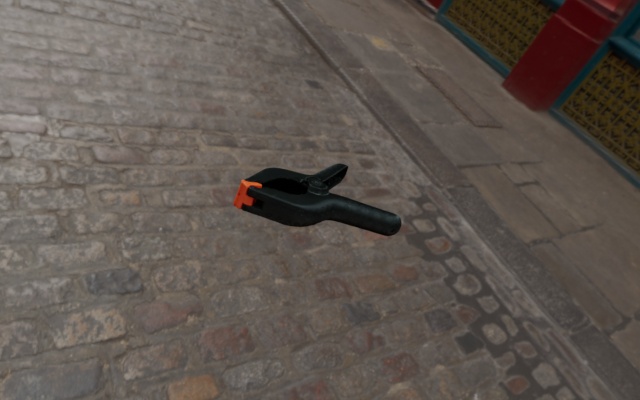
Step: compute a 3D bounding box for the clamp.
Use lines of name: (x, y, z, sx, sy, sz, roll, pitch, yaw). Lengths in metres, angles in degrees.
clamp: (0.000, 0.001, 0.480, 0.171, 0.039, 0.120, -9, 34, -43)
